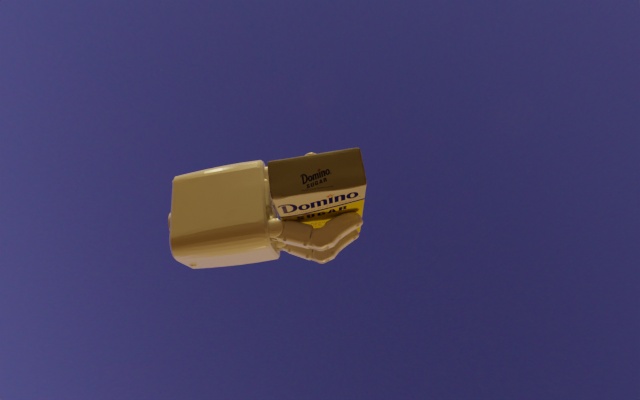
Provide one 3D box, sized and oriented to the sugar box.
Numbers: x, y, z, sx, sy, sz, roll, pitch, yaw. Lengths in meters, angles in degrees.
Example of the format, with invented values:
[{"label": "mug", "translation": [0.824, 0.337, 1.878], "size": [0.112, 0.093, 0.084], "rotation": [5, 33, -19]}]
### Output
[{"label": "sugar box", "translation": [0.000, 0.002, 0.530], "size": [0.093, 0.048, 0.176], "rotation": [-9, -16, 1]}]
